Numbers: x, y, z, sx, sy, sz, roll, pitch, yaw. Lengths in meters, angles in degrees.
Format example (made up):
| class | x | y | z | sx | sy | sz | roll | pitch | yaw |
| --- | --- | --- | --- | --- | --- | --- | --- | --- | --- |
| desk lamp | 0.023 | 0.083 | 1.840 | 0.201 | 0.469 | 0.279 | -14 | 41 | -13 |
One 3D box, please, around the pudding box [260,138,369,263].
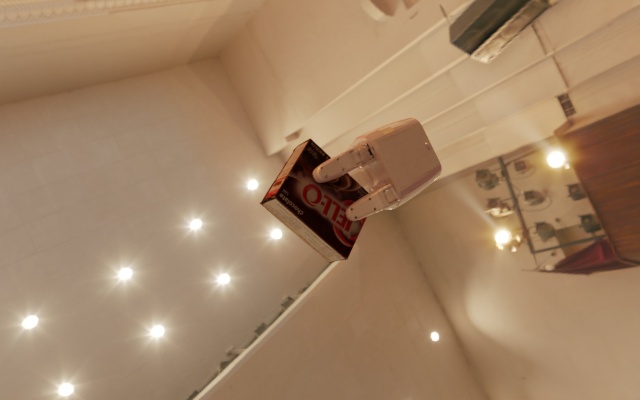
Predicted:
| class | x | y | z | sx | sy | sz | roll | pitch | yaw |
| --- | --- | --- | --- | --- | --- | --- | --- | --- | --- |
| pudding box | 0.000 | 0.002 | 0.538 | 0.113 | 0.090 | 0.039 | 40 | -35 | -18 |
